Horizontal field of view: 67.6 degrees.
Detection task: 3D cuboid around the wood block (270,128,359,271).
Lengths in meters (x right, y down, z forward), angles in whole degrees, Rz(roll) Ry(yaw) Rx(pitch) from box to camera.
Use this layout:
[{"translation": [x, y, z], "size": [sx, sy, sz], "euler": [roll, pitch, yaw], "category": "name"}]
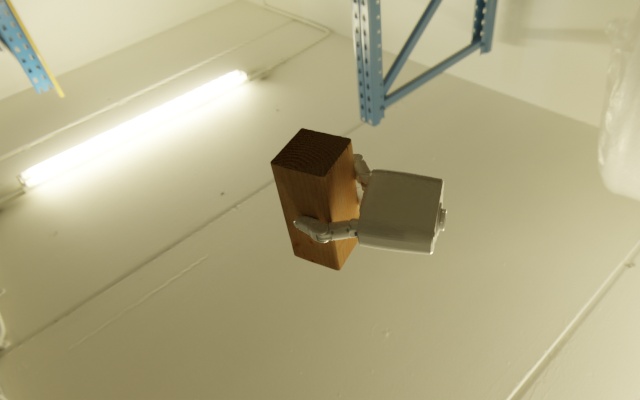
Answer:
[{"translation": [0.000, 0.003, 0.747], "size": [0.090, 0.206, 0.090], "euler": [16, 49, 25], "category": "wood block"}]
